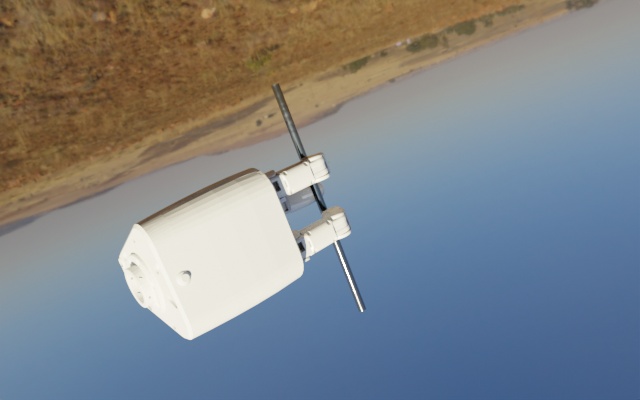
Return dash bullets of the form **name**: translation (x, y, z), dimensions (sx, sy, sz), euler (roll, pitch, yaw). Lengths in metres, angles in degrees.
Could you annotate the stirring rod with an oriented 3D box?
- **stirring rod**: translation (0.000, 0.001, 0.470), dimensions (0.011, 0.239, 0.011), euler (-21, 10, 4)
